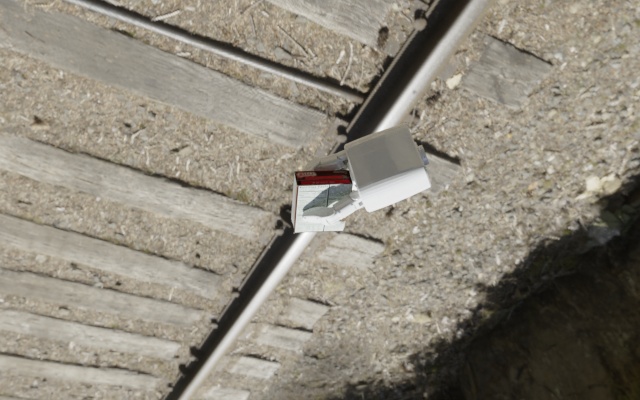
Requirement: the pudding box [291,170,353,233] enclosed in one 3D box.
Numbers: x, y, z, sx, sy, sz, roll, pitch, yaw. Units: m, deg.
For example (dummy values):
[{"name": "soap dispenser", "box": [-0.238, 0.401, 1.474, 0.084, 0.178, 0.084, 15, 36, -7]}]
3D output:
[{"name": "pudding box", "box": [0.000, 0.003, 0.775, 0.090, 0.114, 0.039, -1, 42, -9]}]
